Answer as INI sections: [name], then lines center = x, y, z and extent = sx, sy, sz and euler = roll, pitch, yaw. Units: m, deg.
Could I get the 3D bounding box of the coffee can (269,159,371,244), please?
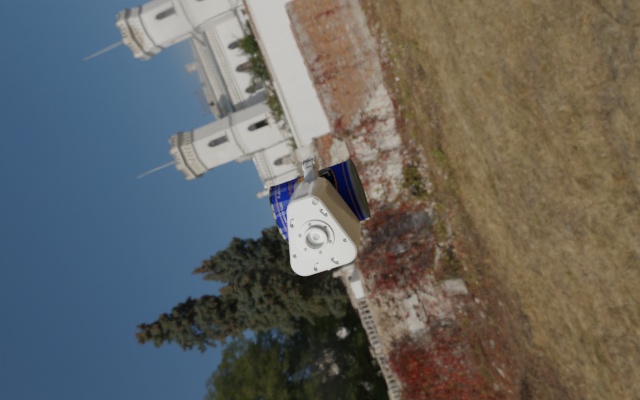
[coffee can]
center = 0.000, 0.002, 0.783
extent = 0.140, 0.103, 0.103
euler = -19, -3, 10
